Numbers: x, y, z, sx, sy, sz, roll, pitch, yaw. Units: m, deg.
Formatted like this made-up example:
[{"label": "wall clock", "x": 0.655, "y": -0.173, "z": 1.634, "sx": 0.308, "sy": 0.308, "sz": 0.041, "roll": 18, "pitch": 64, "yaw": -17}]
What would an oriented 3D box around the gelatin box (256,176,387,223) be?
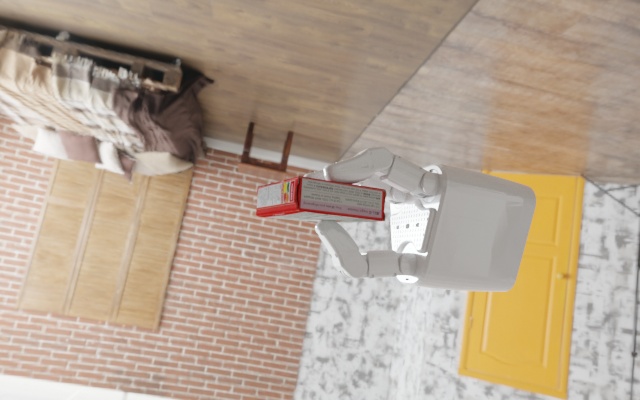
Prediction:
[{"label": "gelatin box", "x": 0.000, "y": 0.002, "z": 0.410, "sx": 0.089, "sy": 0.030, "sz": 0.073, "roll": 7, "pitch": -8, "yaw": -32}]
